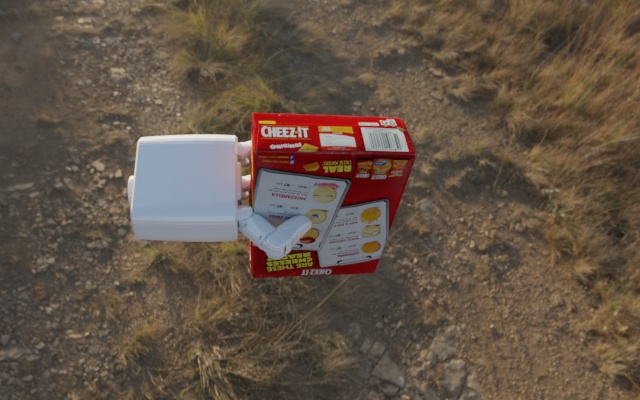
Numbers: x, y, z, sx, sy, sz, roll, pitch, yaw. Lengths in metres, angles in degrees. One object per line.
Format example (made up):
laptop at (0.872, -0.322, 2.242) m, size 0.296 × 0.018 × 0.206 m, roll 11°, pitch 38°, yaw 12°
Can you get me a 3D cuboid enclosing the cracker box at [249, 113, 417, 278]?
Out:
cracker box at (0.000, 0.002, 0.556) m, size 0.164 × 0.072 × 0.214 m, roll 0°, pitch -42°, yaw -9°
